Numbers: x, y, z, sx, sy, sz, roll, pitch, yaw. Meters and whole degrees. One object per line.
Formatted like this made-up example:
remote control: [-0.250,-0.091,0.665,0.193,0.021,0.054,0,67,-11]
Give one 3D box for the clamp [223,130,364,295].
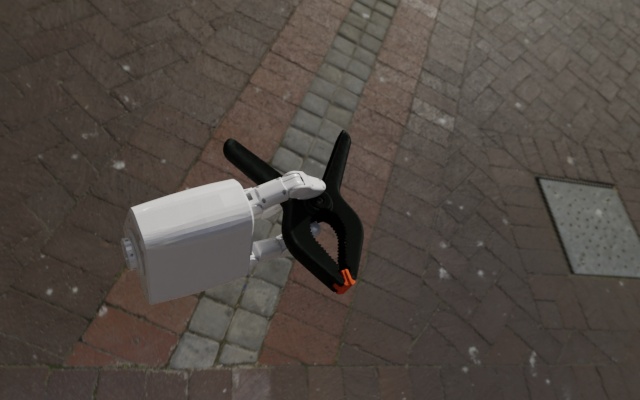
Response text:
clamp: [0.000,0.002,0.546,0.164,0.210,0.036,-16,-23,-29]
